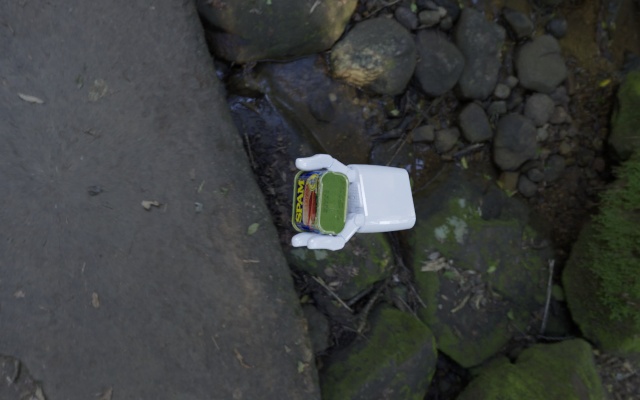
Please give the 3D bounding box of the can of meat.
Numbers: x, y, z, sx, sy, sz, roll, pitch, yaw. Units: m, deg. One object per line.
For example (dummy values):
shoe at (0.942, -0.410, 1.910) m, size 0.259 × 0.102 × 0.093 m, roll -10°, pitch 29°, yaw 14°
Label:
can of meat at (0.000, 0.002, 0.755) m, size 0.057 × 0.102 × 0.084 m, roll 4°, pitch 0°, yaw -30°
